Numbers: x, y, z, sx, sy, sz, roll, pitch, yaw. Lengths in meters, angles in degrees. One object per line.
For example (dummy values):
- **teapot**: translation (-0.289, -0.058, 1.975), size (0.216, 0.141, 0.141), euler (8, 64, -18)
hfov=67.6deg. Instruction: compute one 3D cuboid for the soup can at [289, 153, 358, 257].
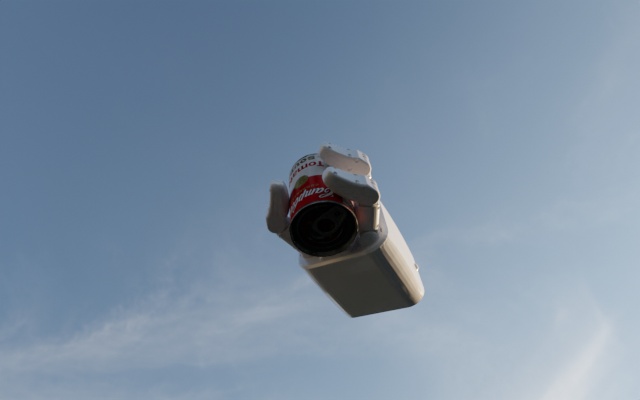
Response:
- **soup can**: translation (0.000, 0.001, 0.509), size (0.068, 0.068, 0.102), euler (0, 33, -5)
